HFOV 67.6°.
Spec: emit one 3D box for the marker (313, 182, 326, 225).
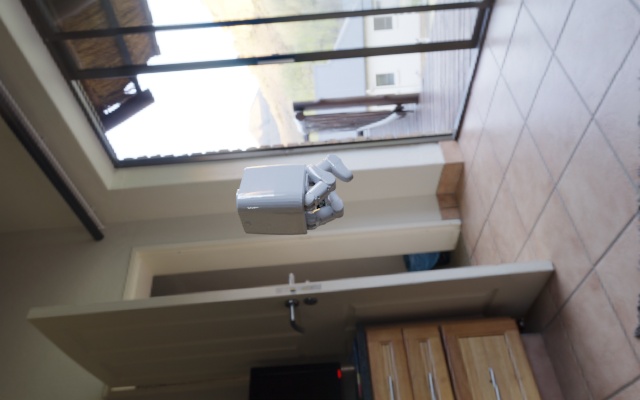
[{"bbox_3d":[0.000,0.003,0.845,0.020,0.020,0.121,0,-36,4],"label":"marker"}]
